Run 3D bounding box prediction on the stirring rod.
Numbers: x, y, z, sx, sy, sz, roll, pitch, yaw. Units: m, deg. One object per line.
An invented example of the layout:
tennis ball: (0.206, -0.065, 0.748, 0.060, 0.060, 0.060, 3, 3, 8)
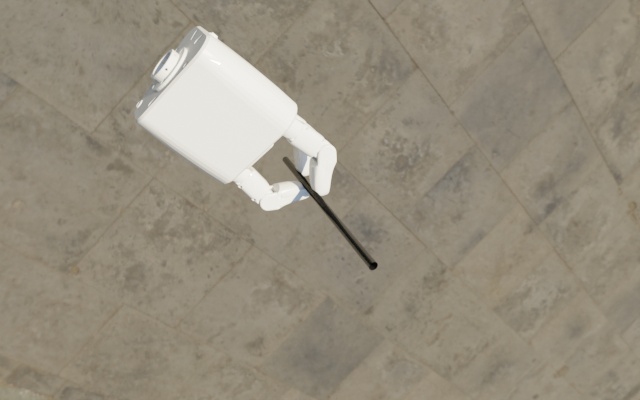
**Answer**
stirring rod: (0.000, 0.002, 0.489, 0.011, 0.011, 0.239, 0, 26, -23)
